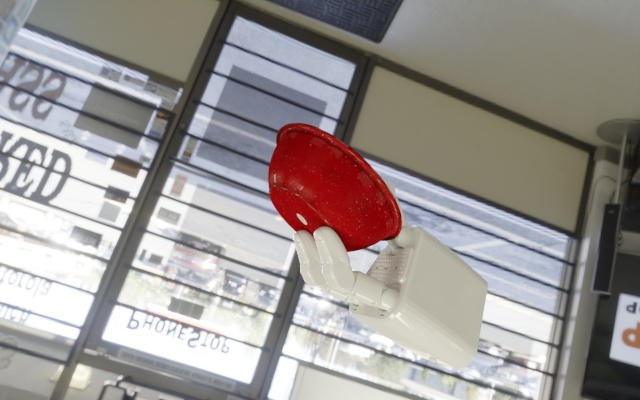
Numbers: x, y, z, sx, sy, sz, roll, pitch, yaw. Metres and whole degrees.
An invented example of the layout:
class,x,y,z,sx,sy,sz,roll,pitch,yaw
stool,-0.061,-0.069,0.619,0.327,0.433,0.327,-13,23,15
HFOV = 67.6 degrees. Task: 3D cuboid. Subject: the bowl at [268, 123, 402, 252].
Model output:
class,x,y,z,sx,sy,sz,roll,pitch,yaw
bowl,-0.001,0.001,0.480,0.055,0.162,0.162,-47,21,-21
